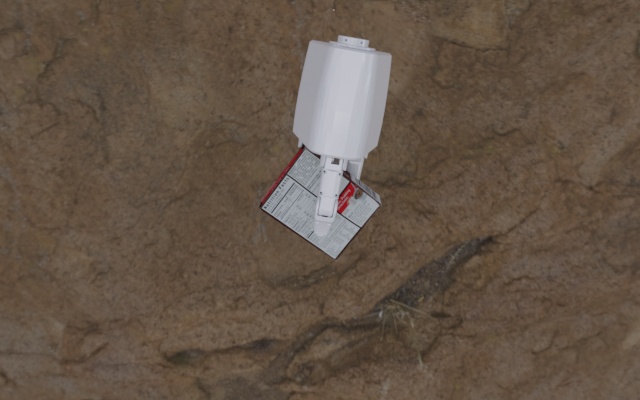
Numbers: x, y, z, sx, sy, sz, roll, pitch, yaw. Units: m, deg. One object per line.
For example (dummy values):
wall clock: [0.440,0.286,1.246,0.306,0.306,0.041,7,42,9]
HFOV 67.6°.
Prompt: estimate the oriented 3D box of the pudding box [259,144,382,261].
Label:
pudding box: [0.000,0.002,0.548,0.113,0.090,0.039,36,14,-10]
